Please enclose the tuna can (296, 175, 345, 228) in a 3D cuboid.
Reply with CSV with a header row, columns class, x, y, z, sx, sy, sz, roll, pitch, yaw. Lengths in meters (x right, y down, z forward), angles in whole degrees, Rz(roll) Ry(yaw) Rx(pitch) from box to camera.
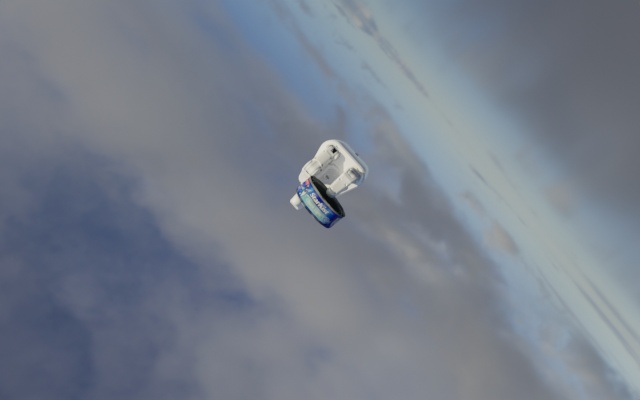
class,x,y,z,sx,sy,sz,roll,pitch,yaw
tuna can,0.000,0.003,0.769,0.034,0.086,0.086,-40,-10,12
